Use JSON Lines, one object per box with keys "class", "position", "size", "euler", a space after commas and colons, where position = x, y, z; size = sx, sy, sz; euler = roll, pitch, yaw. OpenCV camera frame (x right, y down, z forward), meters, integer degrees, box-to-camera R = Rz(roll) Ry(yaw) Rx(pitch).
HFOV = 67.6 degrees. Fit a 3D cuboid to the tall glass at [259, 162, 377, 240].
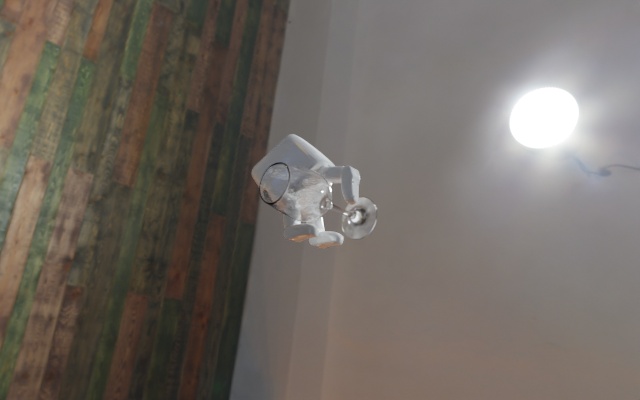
{"class": "tall glass", "position": [0.001, 0.003, 0.735], "size": [0.079, 0.079, 0.201], "euler": [0, -16, 42]}
